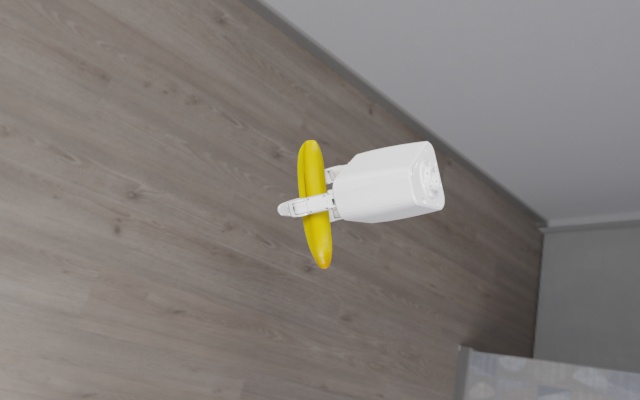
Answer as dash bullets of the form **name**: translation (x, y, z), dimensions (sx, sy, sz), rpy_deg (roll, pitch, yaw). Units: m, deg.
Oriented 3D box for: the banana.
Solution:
- **banana**: translation (-0.006, -0.005, 0.671), dimensions (0.037, 0.197, 0.070), rpy_deg (-10, -17, 16)
